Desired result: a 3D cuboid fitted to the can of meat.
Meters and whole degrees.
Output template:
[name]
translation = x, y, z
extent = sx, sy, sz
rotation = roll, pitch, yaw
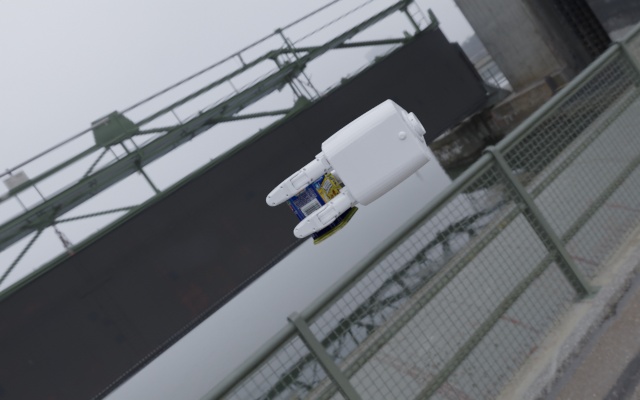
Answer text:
[can of meat]
translation = 0.000, 0.002, 0.669
extent = 0.057, 0.084, 0.102
rotation = -34, 4, 23
